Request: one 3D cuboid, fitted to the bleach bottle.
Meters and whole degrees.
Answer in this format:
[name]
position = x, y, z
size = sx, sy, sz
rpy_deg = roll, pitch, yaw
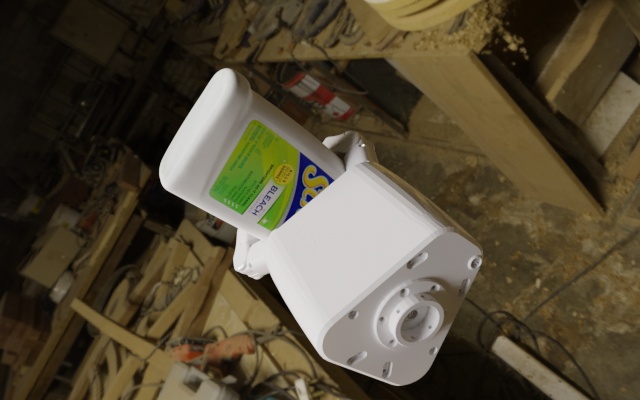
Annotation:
[bleach bottle]
position = 0.000, 0.001, 0.407
size = 0.251, 0.102, 0.068
rpy_deg = 30, 9, -31
